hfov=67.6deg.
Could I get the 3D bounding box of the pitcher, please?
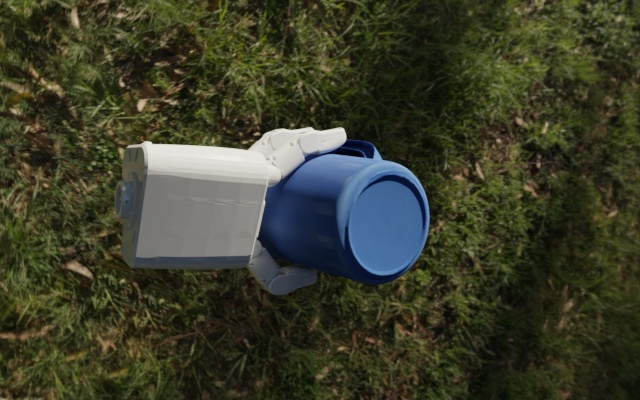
[{"bbox_3d":[0.000,0.002,0.507,0.145,0.149,0.243,3,3,-33],"label":"pitcher"}]
